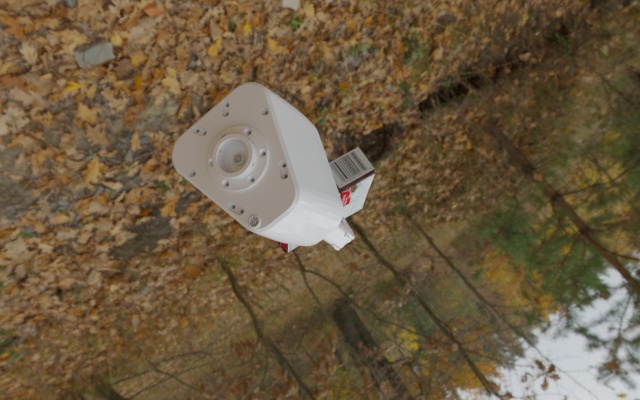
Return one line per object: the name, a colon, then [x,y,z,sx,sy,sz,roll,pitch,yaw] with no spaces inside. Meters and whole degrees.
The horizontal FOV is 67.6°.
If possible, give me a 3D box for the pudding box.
pudding box: [0.000,0.002,0.513,0.113,0.039,0.090,-28,-20,-17]
